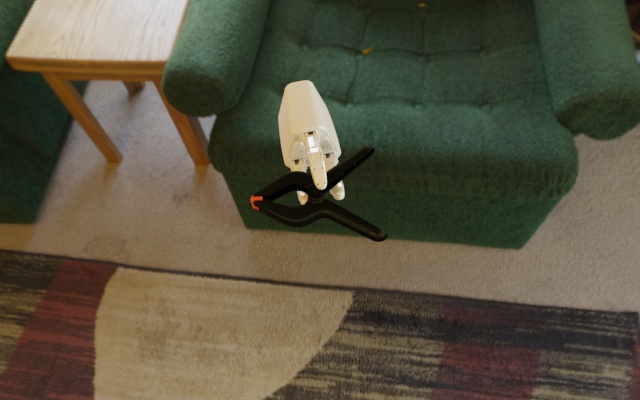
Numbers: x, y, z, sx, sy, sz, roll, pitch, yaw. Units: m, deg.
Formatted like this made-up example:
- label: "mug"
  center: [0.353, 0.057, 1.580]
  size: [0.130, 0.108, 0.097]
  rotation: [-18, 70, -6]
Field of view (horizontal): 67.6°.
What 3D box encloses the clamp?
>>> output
- label: "clamp"
  center: [-0.001, 0.002, 0.737]
  size: [0.210, 0.164, 0.036]
  rotation: [-11, -27, -3]
